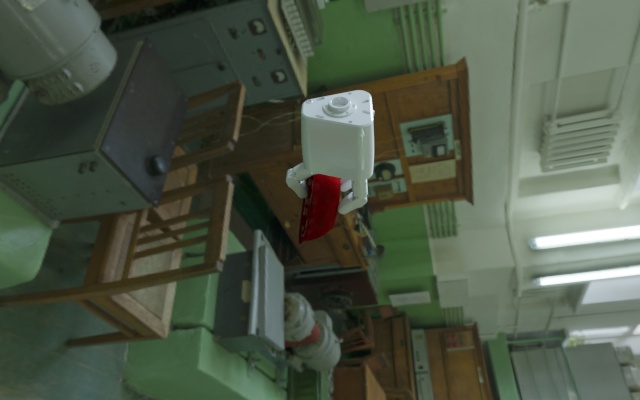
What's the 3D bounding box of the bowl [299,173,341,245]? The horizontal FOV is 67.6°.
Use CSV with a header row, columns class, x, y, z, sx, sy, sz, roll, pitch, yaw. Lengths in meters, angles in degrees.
class,x,y,z,sx,sy,sz,roll,pitch,yaw
bowl,0.000,0.003,0.853,0.055,0.162,0.162,9,-1,-6
